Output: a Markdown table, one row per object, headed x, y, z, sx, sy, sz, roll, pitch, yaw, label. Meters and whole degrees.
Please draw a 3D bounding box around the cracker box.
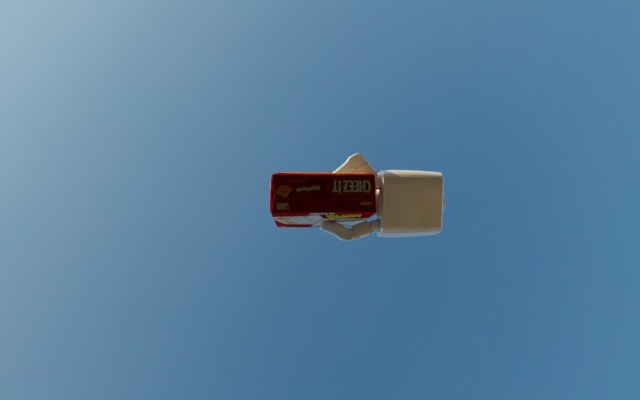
| x | y | z | sx | sy | sz | roll | pitch | yaw | label |
| --- | --- | --- | --- | --- | --- | --- | --- | --- | --- |
| 0.000 | 0.003 | 0.832 | 0.164 | 0.072 | 0.214 | -1 | -9 | -3 | cracker box |
